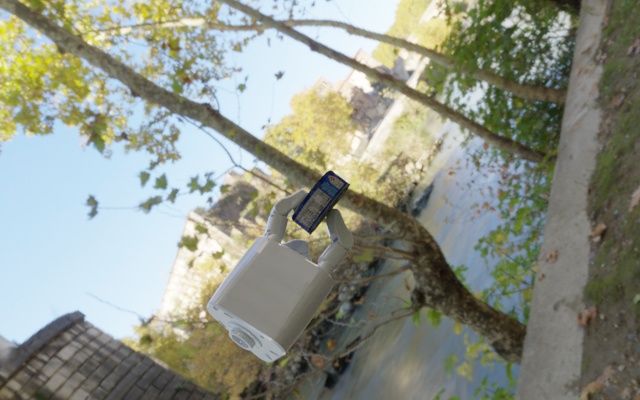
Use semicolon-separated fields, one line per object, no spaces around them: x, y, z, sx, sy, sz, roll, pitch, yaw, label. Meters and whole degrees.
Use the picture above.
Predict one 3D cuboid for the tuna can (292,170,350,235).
0.000;0.002;0.628;0.034;0.086;0.086;38;3;4;tuna can
